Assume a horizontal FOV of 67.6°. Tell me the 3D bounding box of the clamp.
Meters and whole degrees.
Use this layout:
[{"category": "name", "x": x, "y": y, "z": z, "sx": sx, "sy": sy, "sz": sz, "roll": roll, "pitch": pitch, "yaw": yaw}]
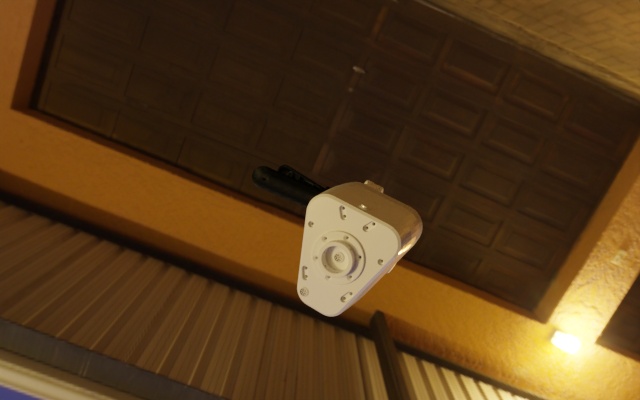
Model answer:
[{"category": "clamp", "x": 0.000, "y": 0.002, "z": 0.562, "sx": 0.171, "sy": 0.039, "sz": 0.120, "roll": 28, "pitch": 15, "yaw": 15}]
